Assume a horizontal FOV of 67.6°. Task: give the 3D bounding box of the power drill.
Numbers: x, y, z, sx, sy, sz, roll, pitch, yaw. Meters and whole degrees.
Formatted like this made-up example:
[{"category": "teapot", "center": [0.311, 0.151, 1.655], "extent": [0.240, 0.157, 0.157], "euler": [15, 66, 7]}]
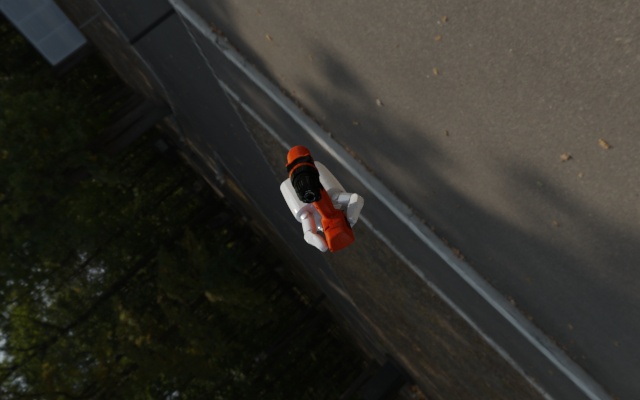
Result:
[{"category": "power drill", "center": [0.000, 0.003, 0.887], "extent": [0.057, 0.188, 0.184], "euler": [-25, 29, 6]}]
